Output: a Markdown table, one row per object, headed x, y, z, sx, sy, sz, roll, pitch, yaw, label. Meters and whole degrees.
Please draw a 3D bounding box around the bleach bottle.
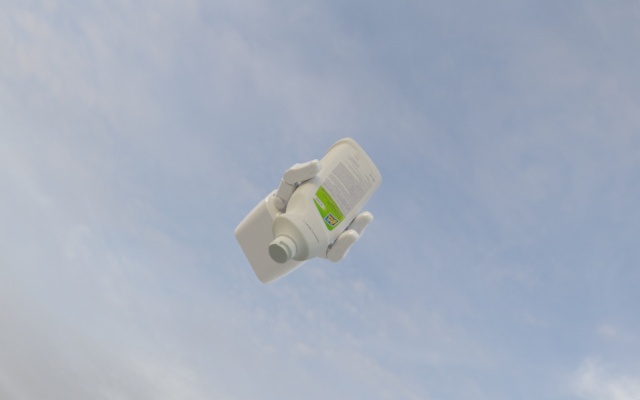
| x | y | z | sx | sy | sz | roll | pitch | yaw | label |
| --- | --- | --- | --- | --- | --- | --- | --- | --- | --- |
| 0.000 | 0.002 | 0.677 | 0.068 | 0.102 | 0.250 | -37 | 5 | 40 | bleach bottle |
